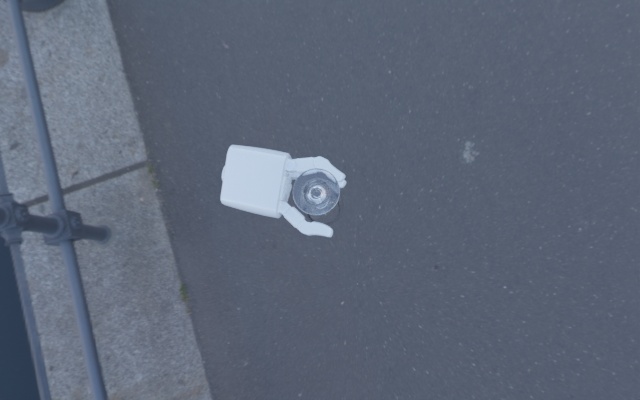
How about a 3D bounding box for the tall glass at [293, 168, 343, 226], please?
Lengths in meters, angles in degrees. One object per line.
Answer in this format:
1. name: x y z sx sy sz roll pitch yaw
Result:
1. tall glass: 0.000 0.003 0.840 0.079 0.079 0.201 0 -10 5
